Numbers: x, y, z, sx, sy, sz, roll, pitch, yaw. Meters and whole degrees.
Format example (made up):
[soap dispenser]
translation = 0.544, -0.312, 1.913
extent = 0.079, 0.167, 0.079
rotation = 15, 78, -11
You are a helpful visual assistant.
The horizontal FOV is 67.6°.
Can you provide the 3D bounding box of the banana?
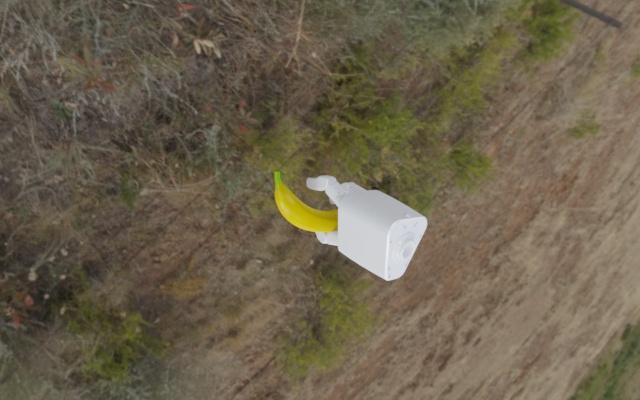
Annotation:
[banana]
translation = -0.010, 0.018, 0.791
extent = 0.198, 0.069, 0.037
rotation = 28, -5, -43
